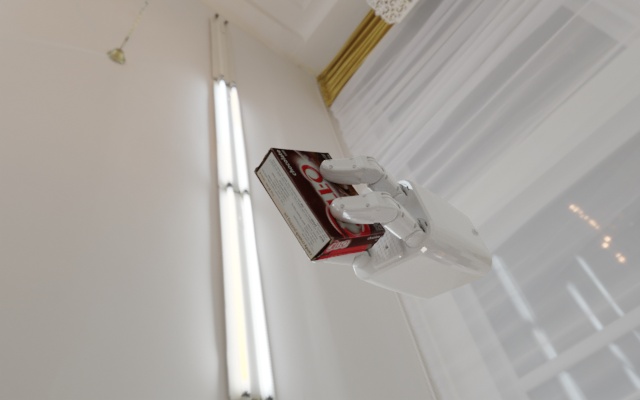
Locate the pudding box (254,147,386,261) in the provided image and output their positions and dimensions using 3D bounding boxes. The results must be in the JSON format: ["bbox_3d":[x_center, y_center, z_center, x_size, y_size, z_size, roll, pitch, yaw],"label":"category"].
[{"bbox_3d":[0.000,0.002,0.466,0.090,0.113,0.039,-1,-42,-53],"label":"pudding box"}]
